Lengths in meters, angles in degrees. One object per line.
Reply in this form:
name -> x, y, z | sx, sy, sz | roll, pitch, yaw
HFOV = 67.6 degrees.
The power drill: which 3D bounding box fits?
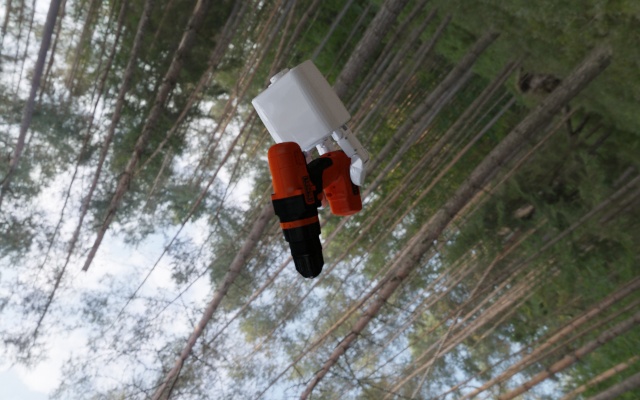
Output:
power drill -> 0.000, 0.002, 0.690 | 0.057, 0.184, 0.187 | -9, 6, 26
